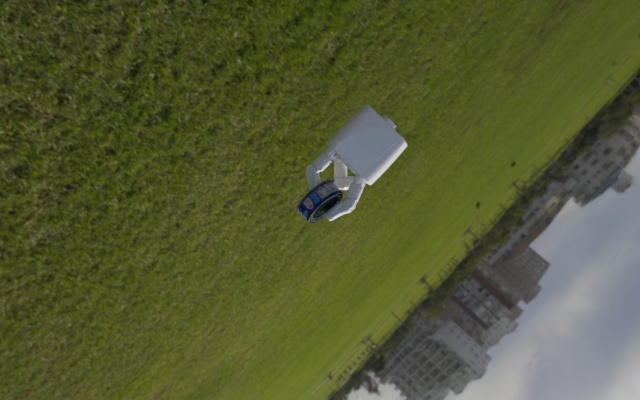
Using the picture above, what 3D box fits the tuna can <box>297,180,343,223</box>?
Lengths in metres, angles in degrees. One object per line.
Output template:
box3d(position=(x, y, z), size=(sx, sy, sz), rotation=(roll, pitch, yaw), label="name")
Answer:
box3d(position=(0.000, 0.003, 0.892), size=(0.086, 0.033, 0.086), rotation=(-37, -17, -13), label="tuna can")
